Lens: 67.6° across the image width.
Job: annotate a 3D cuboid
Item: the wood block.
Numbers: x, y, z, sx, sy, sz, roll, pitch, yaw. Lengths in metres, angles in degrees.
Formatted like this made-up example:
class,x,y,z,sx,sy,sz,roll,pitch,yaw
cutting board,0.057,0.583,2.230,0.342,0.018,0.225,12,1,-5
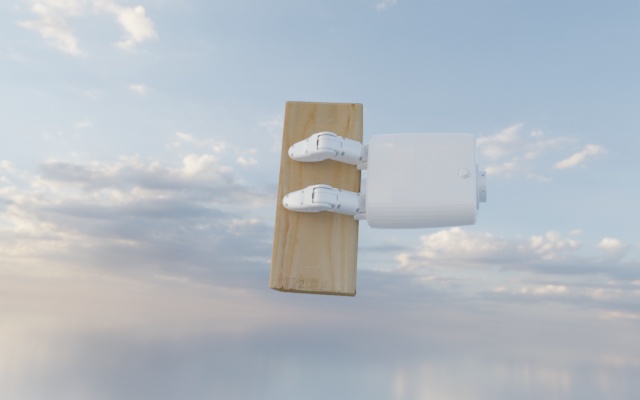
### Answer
class,x,y,z,sx,sy,sz,roll,pitch,yaw
wood block,0.001,0.002,0.547,0.090,0.206,0.091,3,-14,6
